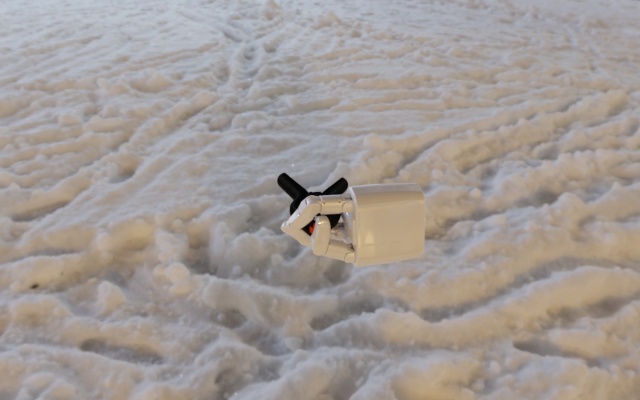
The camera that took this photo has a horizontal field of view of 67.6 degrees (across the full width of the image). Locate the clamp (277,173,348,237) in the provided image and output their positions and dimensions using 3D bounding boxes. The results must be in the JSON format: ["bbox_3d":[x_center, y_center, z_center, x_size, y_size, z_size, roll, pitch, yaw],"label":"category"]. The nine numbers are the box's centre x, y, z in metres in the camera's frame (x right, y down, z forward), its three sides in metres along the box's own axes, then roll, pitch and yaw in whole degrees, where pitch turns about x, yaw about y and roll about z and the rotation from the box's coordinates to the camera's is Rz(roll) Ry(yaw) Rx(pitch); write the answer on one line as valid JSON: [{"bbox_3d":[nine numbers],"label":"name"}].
[{"bbox_3d":[0.000,0.002,0.758,0.120,0.039,0.171,-5,34,-10],"label":"clamp"}]
